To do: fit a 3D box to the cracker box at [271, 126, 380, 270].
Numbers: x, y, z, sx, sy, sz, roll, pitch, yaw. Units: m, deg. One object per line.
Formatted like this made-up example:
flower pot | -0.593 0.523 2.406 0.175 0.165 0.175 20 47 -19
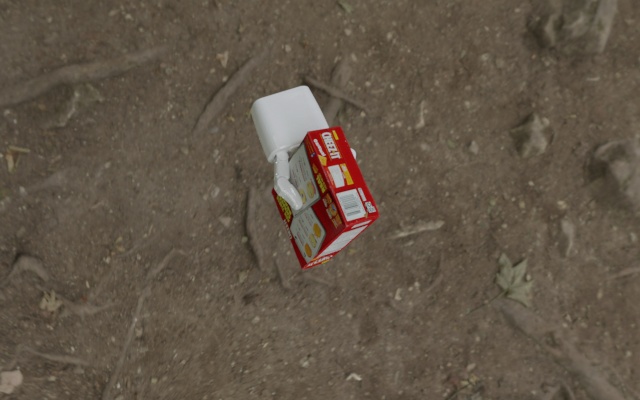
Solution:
cracker box | 0.000 0.003 0.805 0.072 0.164 0.214 -14 -19 -27
